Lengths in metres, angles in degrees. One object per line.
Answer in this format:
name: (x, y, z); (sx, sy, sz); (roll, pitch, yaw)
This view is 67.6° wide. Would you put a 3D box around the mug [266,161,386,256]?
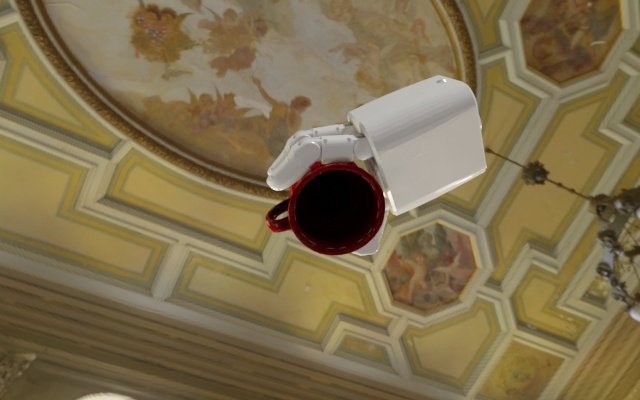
mug: (-0.001, 0.002, 0.487); (0.117, 0.093, 0.081); (-23, 21, 1)
